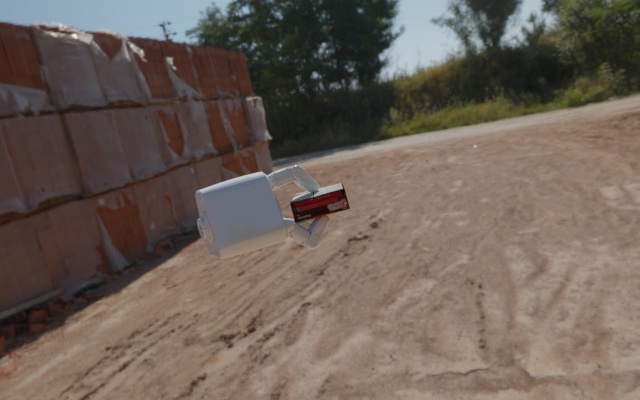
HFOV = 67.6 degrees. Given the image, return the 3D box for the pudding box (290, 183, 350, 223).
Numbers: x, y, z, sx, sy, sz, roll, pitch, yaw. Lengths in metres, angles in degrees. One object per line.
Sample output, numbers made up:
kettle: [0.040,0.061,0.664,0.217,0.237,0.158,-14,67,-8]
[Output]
pudding box: [0.000,0.002,0.790,0.090,0.039,0.113,-14,8,3]
